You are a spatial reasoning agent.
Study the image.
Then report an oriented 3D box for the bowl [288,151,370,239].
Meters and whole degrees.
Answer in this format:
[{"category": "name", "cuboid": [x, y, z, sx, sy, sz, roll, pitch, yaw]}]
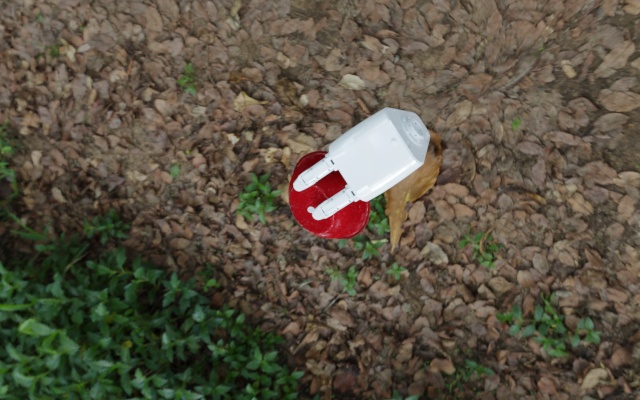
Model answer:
[{"category": "bowl", "cuboid": [-0.001, 0.004, 0.791, 0.162, 0.162, 0.055, 0, 23, 40]}]
